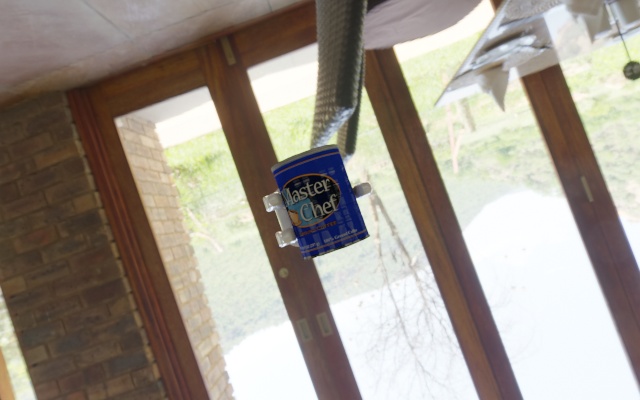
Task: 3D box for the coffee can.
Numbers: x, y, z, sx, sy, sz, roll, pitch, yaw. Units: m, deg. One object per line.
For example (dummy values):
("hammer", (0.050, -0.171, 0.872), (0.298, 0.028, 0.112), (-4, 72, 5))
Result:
("coffee can", (0.000, 0.002, 0.686), (0.103, 0.140, 0.103), (-20, -2, -1))
